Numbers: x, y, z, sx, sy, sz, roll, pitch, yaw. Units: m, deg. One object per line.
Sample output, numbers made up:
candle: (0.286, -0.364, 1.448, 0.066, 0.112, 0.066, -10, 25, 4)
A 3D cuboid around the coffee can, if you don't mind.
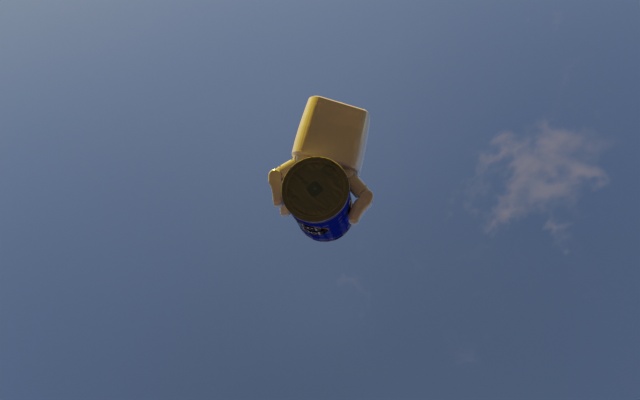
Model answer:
coffee can: (0.000, 0.003, 0.772, 0.103, 0.102, 0.140, 0, -17, 7)
